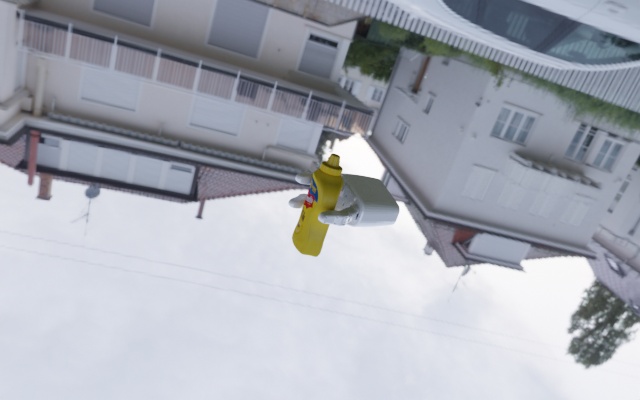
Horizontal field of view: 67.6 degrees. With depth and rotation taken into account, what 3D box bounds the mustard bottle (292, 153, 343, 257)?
[{"bbox_3d":[0.000,0.003,0.896,0.058,0.192,0.096,13,21,-14],"label":"mustard bottle"}]
